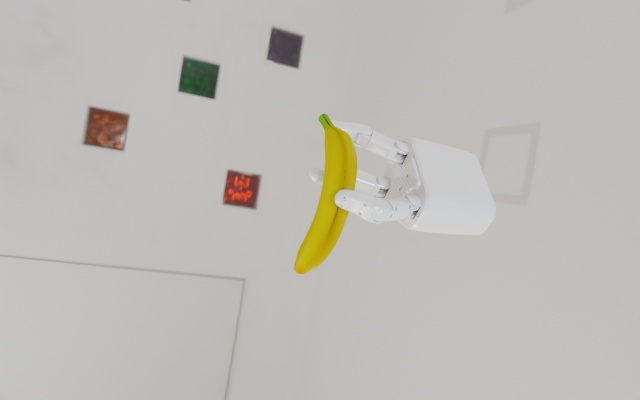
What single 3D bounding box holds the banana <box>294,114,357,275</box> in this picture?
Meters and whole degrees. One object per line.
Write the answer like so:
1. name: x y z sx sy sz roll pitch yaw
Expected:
1. banana: 0.008 0.003 0.553 0.037 0.198 0.069 6 12 -26
